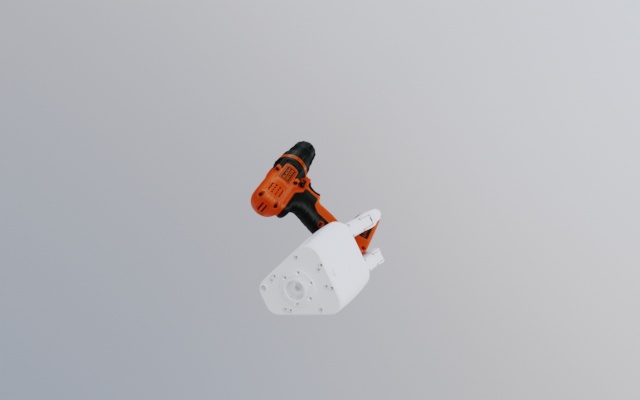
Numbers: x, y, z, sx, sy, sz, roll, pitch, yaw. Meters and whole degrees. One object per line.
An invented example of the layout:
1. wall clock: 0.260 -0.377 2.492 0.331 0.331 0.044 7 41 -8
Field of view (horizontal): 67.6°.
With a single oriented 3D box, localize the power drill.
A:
1. power drill: 0.000 0.003 0.741 0.057 0.187 0.184 -48 6 41
